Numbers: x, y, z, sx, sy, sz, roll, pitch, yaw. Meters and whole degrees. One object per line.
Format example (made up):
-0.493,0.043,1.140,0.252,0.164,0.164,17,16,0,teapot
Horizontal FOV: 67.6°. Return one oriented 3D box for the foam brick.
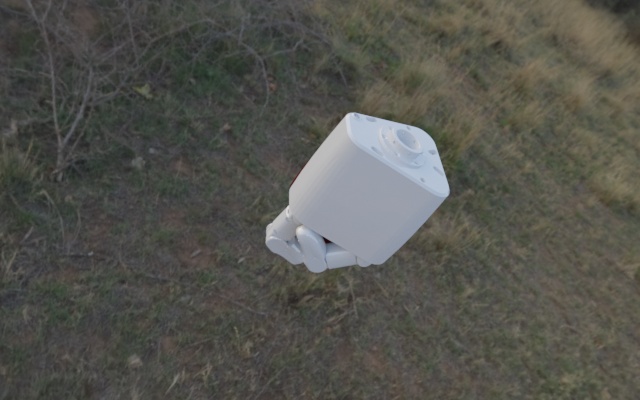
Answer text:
0.000,0.002,0.530,0.053,0.078,0.051,19,-48,-22,foam brick
